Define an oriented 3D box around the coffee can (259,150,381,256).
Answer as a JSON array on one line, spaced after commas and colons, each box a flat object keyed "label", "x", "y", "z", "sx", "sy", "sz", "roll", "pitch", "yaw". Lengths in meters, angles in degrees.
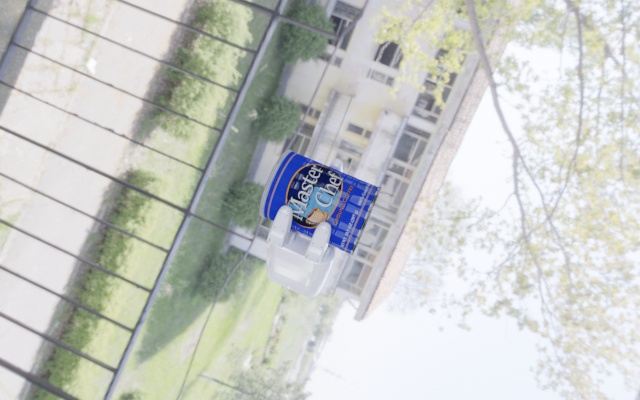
[{"label": "coffee can", "x": 0.000, "y": 0.002, "z": 0.665, "sx": 0.140, "sy": 0.103, "sz": 0.103, "roll": 23, "pitch": 3, "yaw": 7}]
